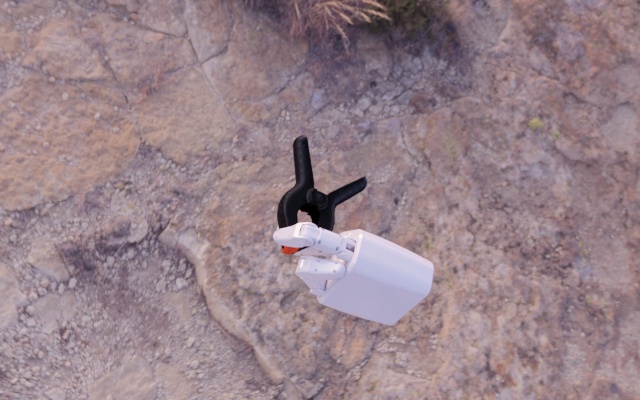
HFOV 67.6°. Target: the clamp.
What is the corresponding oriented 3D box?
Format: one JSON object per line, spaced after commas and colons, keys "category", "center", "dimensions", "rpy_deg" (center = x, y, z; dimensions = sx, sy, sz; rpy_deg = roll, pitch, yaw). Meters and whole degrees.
{"category": "clamp", "center": [0.000, 0.002, 0.638], "dimensions": [0.120, 0.171, 0.039], "rpy_deg": [22, -30, -12]}
